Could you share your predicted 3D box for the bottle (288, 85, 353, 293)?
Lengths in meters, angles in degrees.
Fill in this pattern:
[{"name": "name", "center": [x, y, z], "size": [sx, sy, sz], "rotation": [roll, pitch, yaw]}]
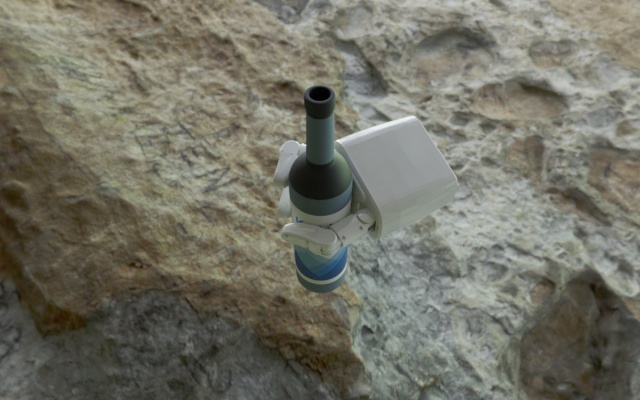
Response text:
[{"name": "bottle", "center": [0.000, 0.002, 0.522], "size": [0.069, 0.069, 0.296], "rotation": [0, -39, 0]}]
